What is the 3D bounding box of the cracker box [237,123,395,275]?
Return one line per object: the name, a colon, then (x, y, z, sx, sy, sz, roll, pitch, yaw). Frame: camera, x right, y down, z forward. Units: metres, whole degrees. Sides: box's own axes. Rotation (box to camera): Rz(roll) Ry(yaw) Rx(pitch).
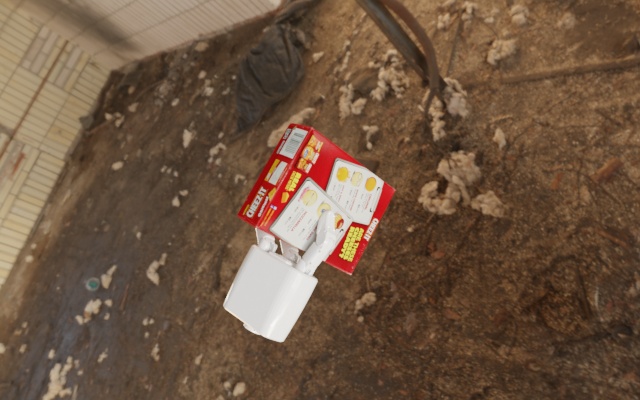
cracker box: (0.000, 0.002, 0.752, 0.214, 0.164, 0.072, 32, -5, -40)
